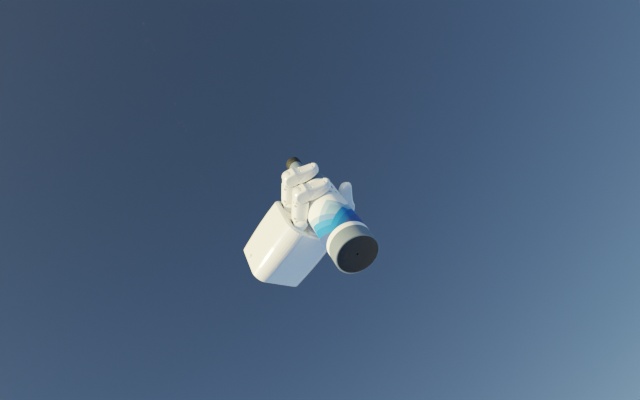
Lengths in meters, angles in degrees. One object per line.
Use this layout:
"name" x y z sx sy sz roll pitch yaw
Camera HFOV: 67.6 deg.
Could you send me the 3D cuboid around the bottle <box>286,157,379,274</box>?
"bottle" 0.000 0.003 0.771 0.069 0.069 0.295 0 29 -23
